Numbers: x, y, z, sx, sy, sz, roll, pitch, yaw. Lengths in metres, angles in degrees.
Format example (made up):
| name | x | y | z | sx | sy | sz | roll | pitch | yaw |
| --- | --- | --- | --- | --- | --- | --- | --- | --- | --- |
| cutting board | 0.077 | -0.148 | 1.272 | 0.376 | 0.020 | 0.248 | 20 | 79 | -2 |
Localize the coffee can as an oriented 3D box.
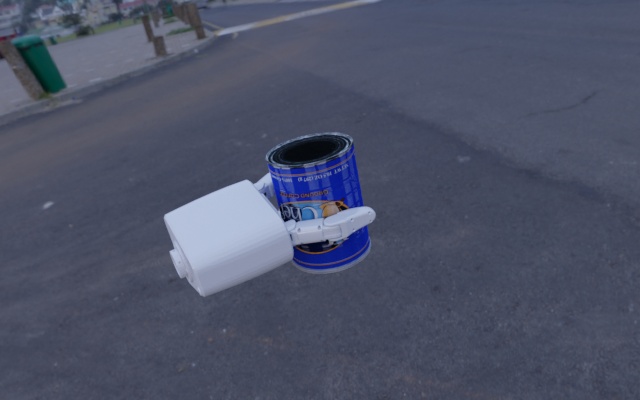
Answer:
| name | x | y | z | sx | sy | sz | roll | pitch | yaw |
| --- | --- | --- | --- | --- | --- | --- | --- | --- | --- |
| coffee can | 0.000 | 0.002 | 0.574 | 0.103 | 0.140 | 0.102 | -10 | 25 | 5 |
